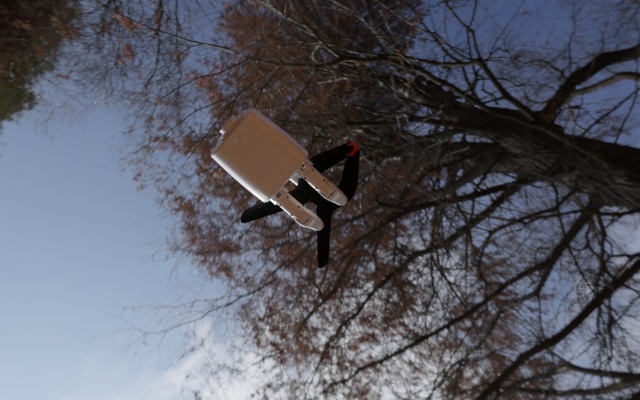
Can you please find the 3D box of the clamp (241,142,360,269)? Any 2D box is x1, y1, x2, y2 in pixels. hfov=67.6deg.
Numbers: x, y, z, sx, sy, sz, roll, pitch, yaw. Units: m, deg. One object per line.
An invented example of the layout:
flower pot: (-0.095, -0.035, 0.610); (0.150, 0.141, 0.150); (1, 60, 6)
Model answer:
clamp: (0.000, 0.002, 0.759); (0.164, 0.210, 0.036); (40, 10, -20)
